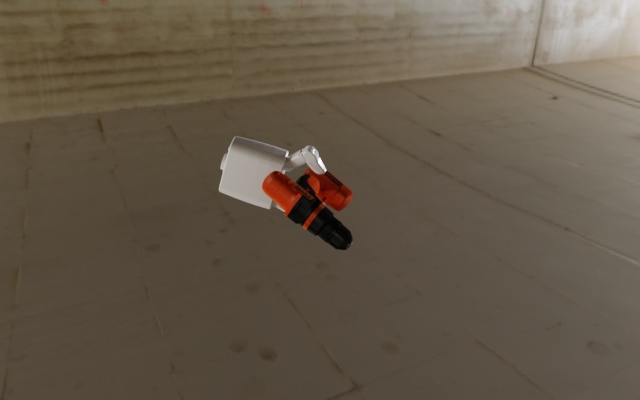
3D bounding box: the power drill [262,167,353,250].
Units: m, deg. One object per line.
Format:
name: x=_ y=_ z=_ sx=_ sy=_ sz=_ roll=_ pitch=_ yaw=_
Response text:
power drill: x=0.000 y=0.003 z=0.872 sx=0.184 sy=0.057 sz=0.187 roll=41 pitch=20 yaw=5
